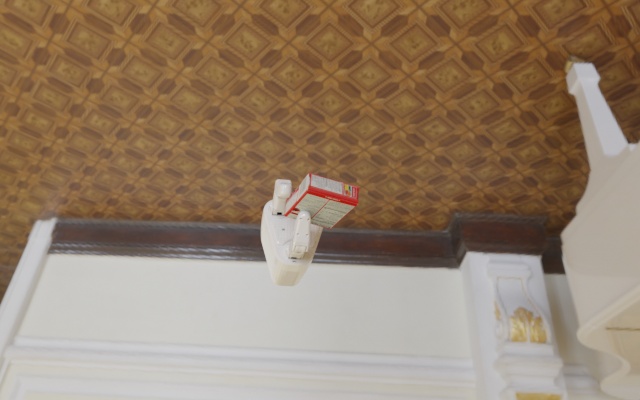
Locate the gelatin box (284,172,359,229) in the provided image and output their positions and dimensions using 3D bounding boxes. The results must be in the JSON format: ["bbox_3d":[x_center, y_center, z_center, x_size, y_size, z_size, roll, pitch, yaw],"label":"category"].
[{"bbox_3d":[0.000,0.002,0.647,0.073,0.030,0.089,16,-31,-19],"label":"gelatin box"}]
